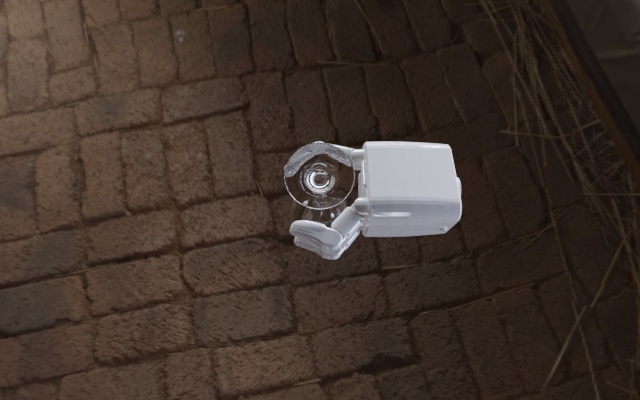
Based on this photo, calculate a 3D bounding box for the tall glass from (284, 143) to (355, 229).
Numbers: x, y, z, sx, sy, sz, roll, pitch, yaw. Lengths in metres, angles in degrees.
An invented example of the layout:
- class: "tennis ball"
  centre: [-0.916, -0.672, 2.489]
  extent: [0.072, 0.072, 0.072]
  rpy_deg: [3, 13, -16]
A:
- class: "tall glass"
  centre: [0.000, 0.002, 0.595]
  extent: [0.079, 0.079, 0.201]
  rpy_deg: [0, -17, 0]
